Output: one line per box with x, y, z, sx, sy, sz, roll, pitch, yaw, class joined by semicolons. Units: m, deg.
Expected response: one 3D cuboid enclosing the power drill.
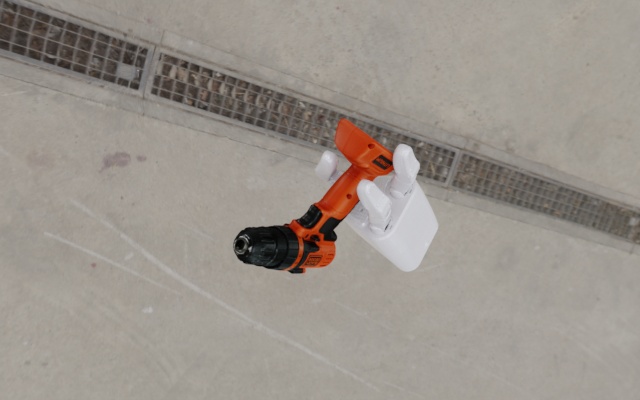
0.001;0.001;0.548;0.057;0.188;0.184;42;13;24;power drill
